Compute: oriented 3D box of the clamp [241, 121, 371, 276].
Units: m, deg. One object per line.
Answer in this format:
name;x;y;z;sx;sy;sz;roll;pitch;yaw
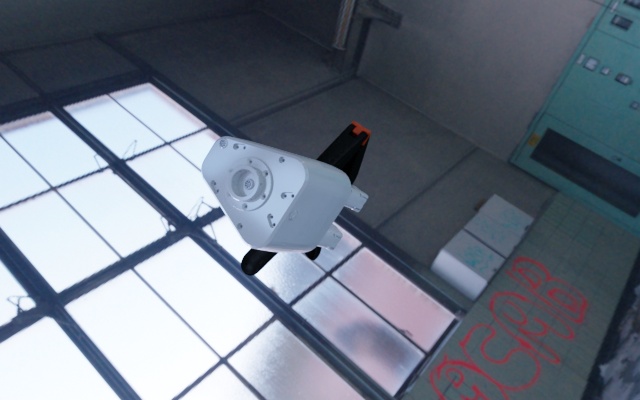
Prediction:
clamp;0.000;0.001;0.591;0.036;0.210;0.164;37;9;21
